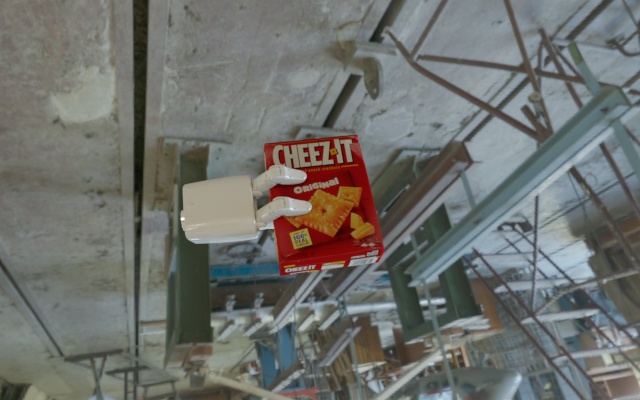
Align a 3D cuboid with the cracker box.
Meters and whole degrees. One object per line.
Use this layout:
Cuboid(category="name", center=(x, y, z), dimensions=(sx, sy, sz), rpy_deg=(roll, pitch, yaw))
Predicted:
Cuboid(category="cracker box", center=(0.000, 0.003, 0.776), dimensions=(0.164, 0.213, 0.072), rpy_deg=(-6, -26, -8))
